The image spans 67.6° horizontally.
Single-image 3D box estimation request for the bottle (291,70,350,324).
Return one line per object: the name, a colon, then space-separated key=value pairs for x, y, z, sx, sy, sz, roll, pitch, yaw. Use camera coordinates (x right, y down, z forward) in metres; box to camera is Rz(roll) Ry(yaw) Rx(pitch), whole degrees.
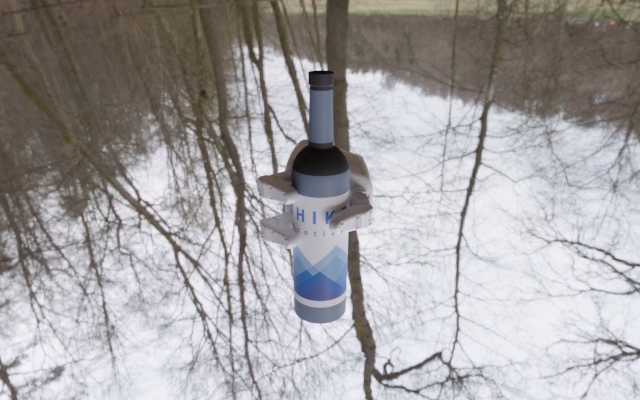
bottle: x=0.000 y=0.002 z=0.554 sx=0.069 sy=0.296 sz=0.069 roll=0 pitch=23 yaw=0
